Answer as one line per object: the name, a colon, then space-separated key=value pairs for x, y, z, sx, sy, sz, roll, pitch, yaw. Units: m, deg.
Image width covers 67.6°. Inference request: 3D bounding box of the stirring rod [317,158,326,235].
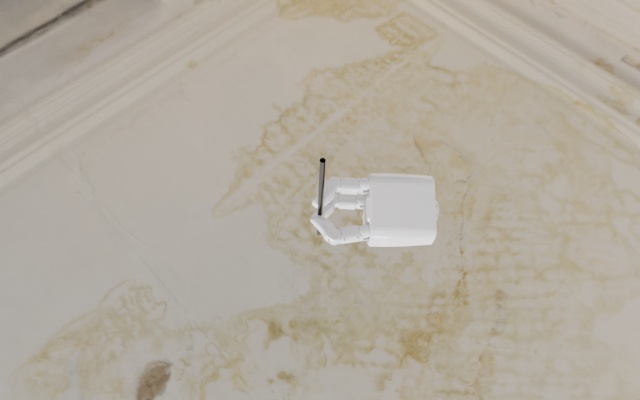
stirring rod: x=0.000 y=0.002 z=0.735 sx=0.011 sy=0.011 sz=0.240 roll=0 pitch=-27 yaw=-1
